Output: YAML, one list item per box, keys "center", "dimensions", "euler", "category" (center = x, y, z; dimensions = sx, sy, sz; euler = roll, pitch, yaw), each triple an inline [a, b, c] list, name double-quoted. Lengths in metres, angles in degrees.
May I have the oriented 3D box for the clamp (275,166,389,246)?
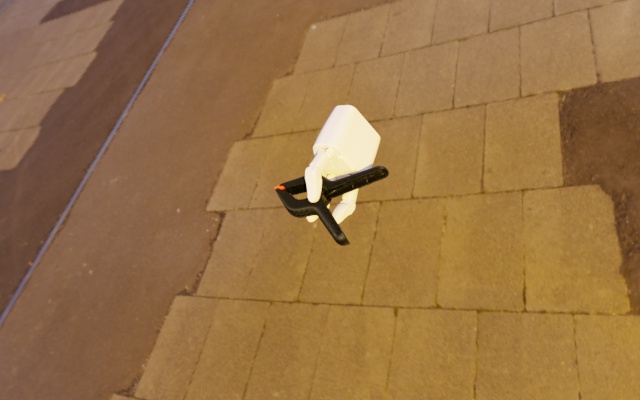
- center: [-0.001, 0.002, 0.835]
  dimensions: [0.210, 0.164, 0.036]
  euler: [3, -39, 33]
  category: "clamp"
